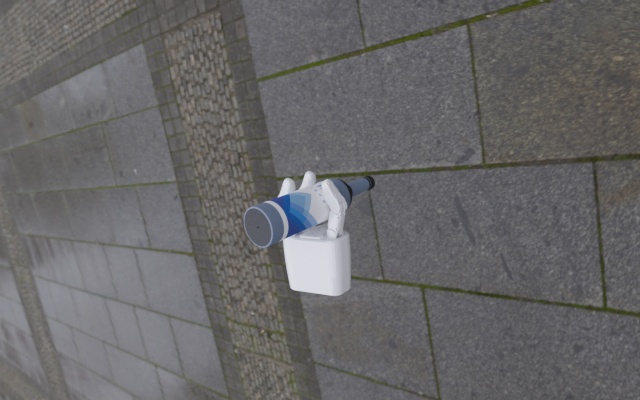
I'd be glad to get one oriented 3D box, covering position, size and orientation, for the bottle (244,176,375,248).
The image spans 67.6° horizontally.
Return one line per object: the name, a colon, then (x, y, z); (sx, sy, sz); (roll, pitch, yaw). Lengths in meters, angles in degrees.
bottle: (0.000, 0.003, 0.836); (0.069, 0.069, 0.295); (0, 15, 43)
